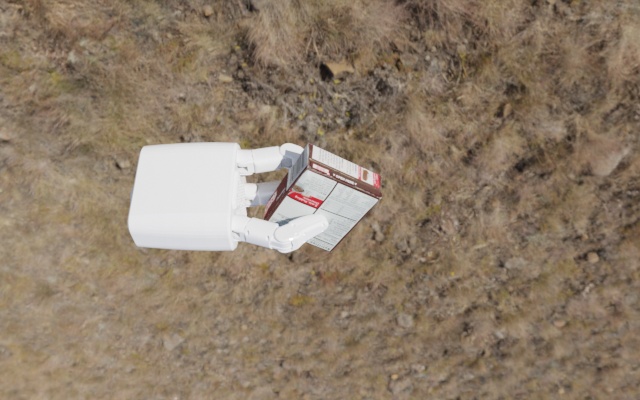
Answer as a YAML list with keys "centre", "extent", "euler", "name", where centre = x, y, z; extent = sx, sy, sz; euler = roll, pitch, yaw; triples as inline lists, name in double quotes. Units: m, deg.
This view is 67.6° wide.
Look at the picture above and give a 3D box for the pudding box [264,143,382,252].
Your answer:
- centre: [0.000, 0.002, 0.519]
  extent: [0.090, 0.039, 0.113]
  euler: [22, -44, -19]
  name: "pudding box"
